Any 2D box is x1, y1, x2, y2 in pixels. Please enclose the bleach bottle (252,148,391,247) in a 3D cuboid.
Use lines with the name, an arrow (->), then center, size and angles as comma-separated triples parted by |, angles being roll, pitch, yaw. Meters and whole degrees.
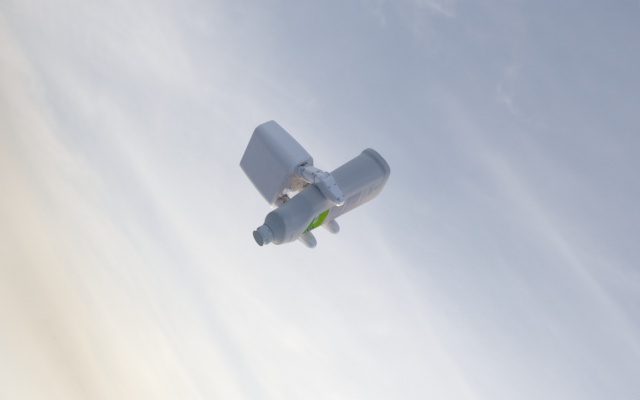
bleach bottle -> 0.000, 0.003, 0.787 | 0.250, 0.068, 0.103 | -28, -24, -32
